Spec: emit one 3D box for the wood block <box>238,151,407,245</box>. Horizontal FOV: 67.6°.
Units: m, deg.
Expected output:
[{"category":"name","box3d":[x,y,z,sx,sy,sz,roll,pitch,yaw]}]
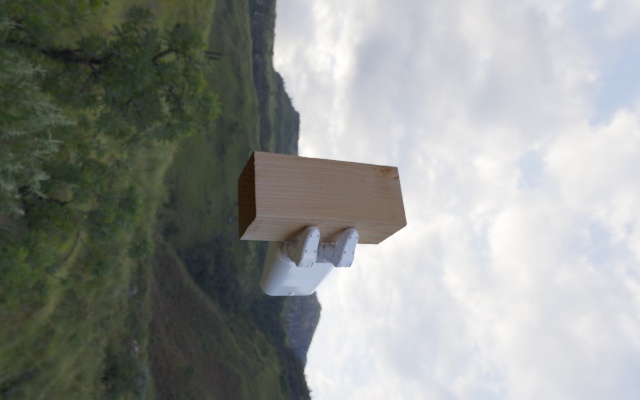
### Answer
[{"category":"wood block","box3d":[0.000,0.002,0.645,0.206,0.090,0.090,4,-25,-22]}]
